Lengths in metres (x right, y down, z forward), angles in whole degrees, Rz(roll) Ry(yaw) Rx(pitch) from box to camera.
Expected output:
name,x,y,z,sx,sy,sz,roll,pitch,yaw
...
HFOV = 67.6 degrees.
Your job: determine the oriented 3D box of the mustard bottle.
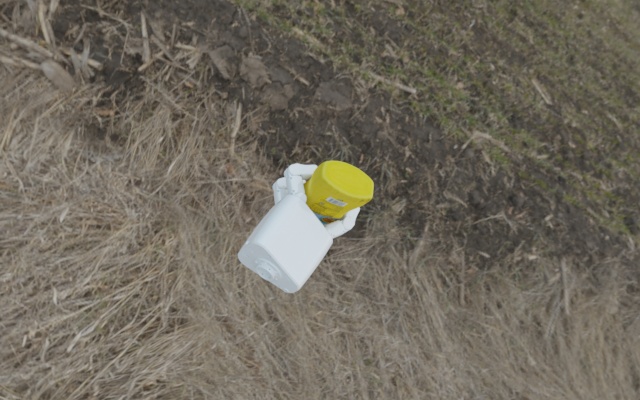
name,x,y,z,sx,sy,sz,roll,pitch,yaw
mustard bottle,0.000,0.002,0.808,0.096,0.058,0.192,20,-31,-22
